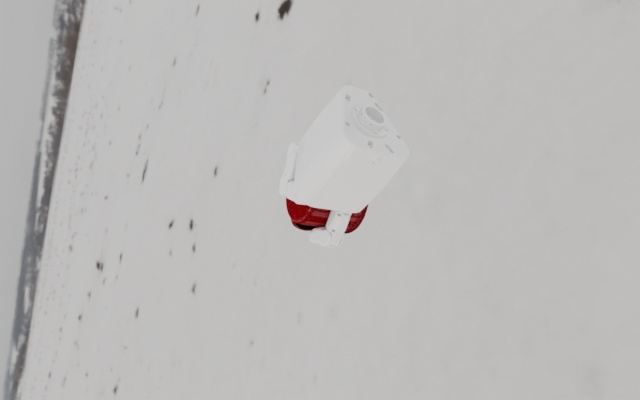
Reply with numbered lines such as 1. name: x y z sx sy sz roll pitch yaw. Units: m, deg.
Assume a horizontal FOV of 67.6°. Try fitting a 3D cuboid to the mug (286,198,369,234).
1. mug: -0.001 0.003 0.656 0.081 0.093 0.117 9 -41 -31
